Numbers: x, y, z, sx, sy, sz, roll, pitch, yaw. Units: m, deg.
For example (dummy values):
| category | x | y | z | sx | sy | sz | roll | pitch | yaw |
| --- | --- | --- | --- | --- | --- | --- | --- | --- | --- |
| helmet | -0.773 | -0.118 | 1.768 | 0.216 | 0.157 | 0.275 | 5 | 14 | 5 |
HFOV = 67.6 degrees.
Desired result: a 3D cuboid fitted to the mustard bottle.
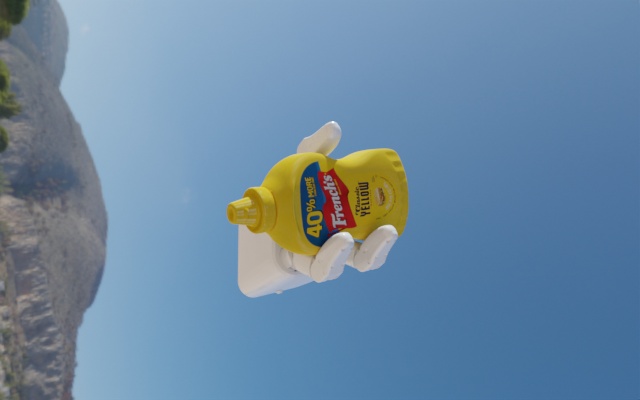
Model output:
| category | x | y | z | sx | sy | sz | roll | pitch | yaw |
| --- | --- | --- | --- | --- | --- | --- | --- | --- | --- |
| mustard bottle | 0.000 | 0.001 | 0.459 | 0.191 | 0.096 | 0.058 | -7 | 6 | -36 |
